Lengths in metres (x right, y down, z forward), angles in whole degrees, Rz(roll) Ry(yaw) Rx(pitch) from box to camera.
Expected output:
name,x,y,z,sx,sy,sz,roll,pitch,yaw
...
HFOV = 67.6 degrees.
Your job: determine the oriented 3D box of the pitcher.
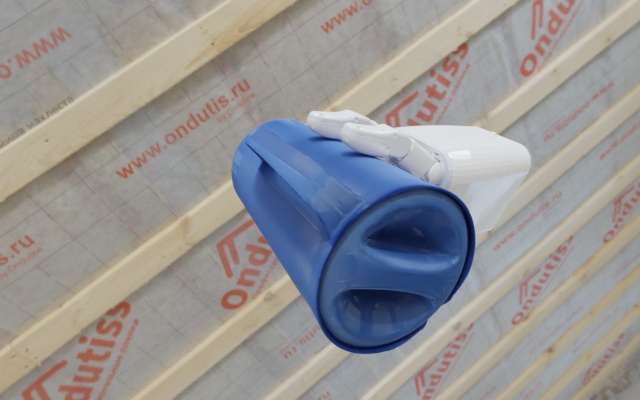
name,x,y,z,sx,sy,sz,roll,pitch,yaw
pitcher,0.000,0.001,0.417,0.145,0.149,0.242,-8,26,-26
